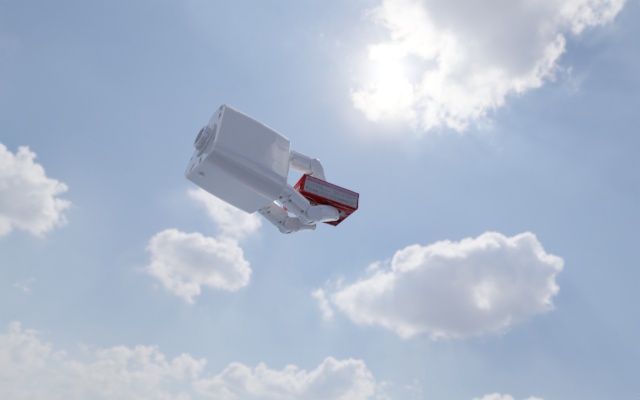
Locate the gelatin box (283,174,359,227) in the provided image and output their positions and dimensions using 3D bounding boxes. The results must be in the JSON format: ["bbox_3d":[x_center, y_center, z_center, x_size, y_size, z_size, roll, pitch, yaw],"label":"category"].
[{"bbox_3d":[0.000,0.002,0.686,0.089,0.030,0.073,18,-29,-17],"label":"gelatin box"}]
